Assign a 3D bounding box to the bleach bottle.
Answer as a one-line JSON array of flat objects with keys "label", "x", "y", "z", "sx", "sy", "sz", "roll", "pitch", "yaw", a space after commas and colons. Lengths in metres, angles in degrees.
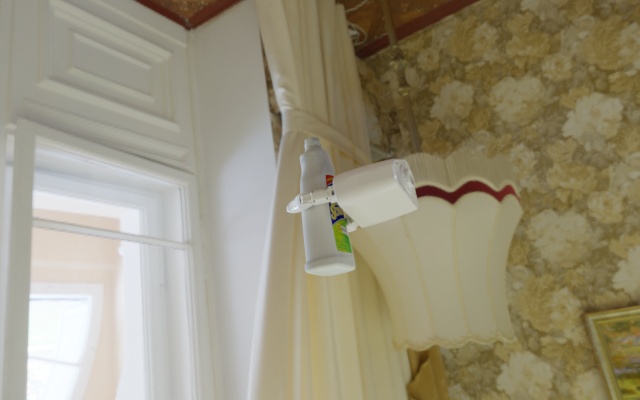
[{"label": "bleach bottle", "x": 0.000, "y": 0.003, "z": 0.848, "sx": 0.068, "sy": 0.250, "sz": 0.102, "roll": -18, "pitch": -20, "yaw": 23}]
